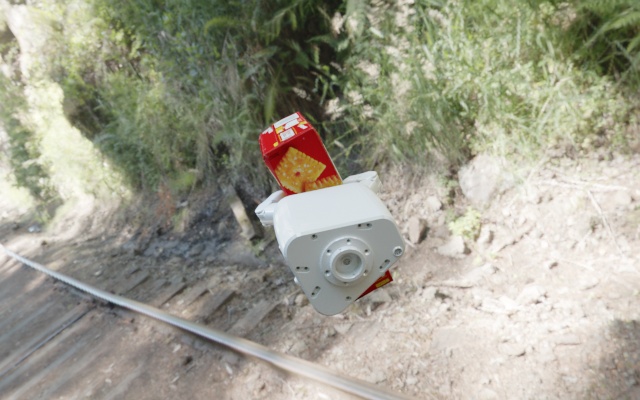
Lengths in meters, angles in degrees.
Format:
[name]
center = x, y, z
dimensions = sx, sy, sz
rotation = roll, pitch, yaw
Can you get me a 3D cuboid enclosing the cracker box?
[cracker box]
center = 0.000, 0.002, 0.618
dimensions = 0.072, 0.214, 0.164
rotation = -28, 19, 0
